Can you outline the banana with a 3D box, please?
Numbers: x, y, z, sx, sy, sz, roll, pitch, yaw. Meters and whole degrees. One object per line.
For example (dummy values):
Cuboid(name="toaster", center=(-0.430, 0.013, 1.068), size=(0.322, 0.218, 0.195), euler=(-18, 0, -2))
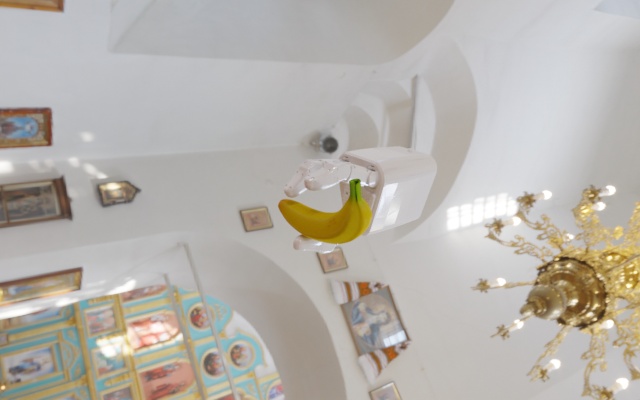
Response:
Cuboid(name="banana", center=(0.007, 0.019, 0.574), size=(0.037, 0.069, 0.198), euler=(-16, 1, -31))
